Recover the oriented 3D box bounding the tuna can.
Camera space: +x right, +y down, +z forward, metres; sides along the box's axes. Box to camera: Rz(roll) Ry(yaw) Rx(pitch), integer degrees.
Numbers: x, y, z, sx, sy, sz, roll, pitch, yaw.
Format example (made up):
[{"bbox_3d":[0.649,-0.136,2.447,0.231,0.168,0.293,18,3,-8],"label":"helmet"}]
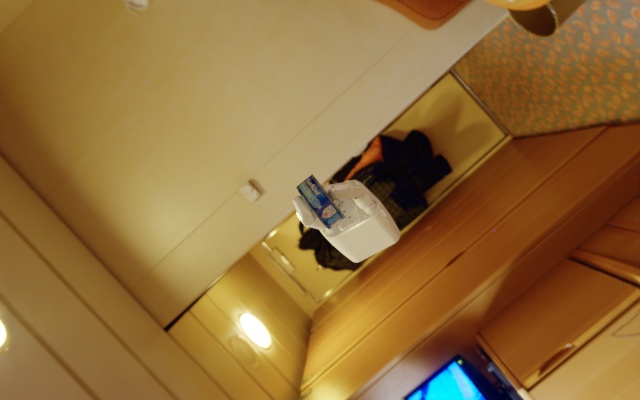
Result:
[{"bbox_3d":[0.000,0.003,0.740,0.034,0.086,0.086,-38,-1,1],"label":"tuna can"}]
